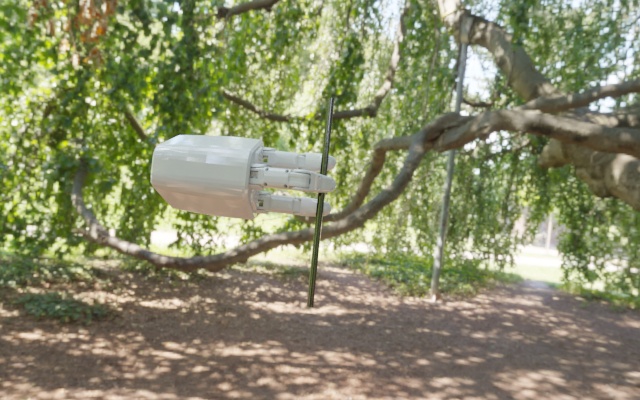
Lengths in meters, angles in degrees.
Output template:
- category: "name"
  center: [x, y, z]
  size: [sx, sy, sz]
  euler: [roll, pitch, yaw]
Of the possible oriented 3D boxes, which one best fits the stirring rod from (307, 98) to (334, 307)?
- category: "stirring rod"
  center: [0.000, 0.002, 0.549]
  size: [0.011, 0.239, 0.011]
  euler: [6, -1, 0]
